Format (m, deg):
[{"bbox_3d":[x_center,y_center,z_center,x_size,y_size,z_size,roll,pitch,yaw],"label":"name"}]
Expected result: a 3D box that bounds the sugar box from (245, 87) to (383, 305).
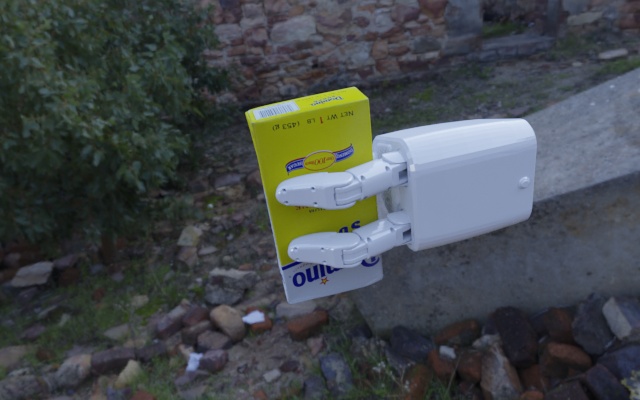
[{"bbox_3d":[0.000,0.001,0.408,0.093,0.176,0.048,-13,27,-7],"label":"sugar box"}]
